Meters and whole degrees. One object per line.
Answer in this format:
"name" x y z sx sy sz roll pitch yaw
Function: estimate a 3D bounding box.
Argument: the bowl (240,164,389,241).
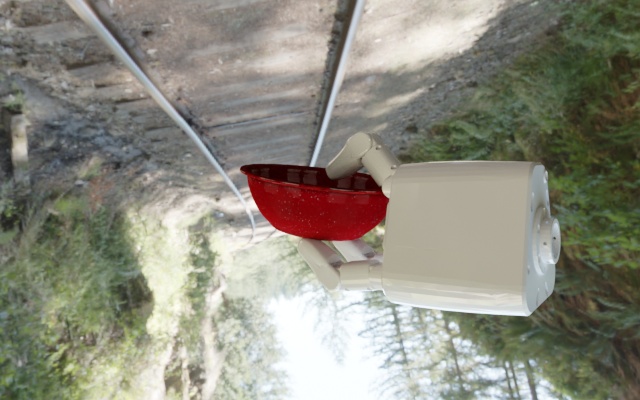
"bowl" -0.001 0.002 0.468 0.162 0.055 0.162 7 10 -1
